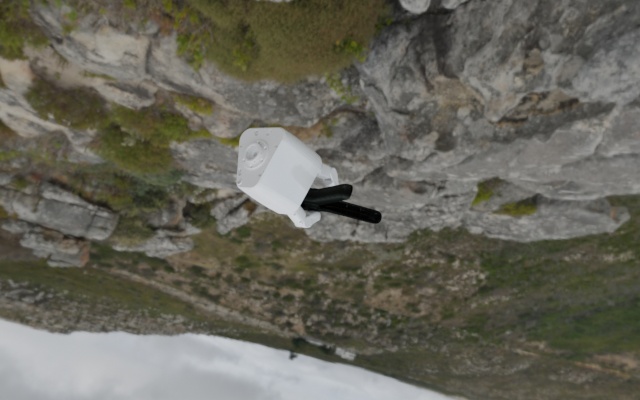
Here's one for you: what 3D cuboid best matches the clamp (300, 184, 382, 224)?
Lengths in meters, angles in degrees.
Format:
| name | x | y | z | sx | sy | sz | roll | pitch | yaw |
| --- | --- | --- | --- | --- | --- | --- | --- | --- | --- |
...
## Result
| name | x | y | z | sx | sy | sz | roll | pitch | yaw |
| --- | --- | --- | --- | --- | --- | --- | --- | --- | --- |
| clamp | -0.001 | 0.003 | 0.858 | 0.210 | 0.036 | 0.165 | 4 | -17 | 34 |
